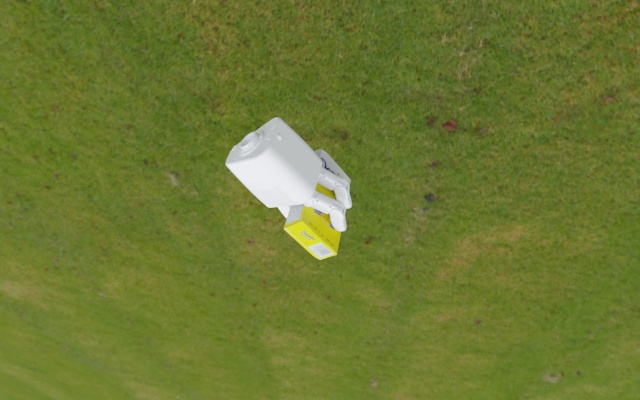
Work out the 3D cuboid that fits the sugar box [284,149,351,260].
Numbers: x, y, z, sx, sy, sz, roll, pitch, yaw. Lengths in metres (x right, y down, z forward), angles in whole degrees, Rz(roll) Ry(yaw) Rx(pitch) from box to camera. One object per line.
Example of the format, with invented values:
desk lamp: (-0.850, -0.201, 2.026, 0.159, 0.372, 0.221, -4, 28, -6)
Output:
sugar box: (0.000, 0.002, 0.807, 0.048, 0.176, 0.093, -21, -52, 34)
